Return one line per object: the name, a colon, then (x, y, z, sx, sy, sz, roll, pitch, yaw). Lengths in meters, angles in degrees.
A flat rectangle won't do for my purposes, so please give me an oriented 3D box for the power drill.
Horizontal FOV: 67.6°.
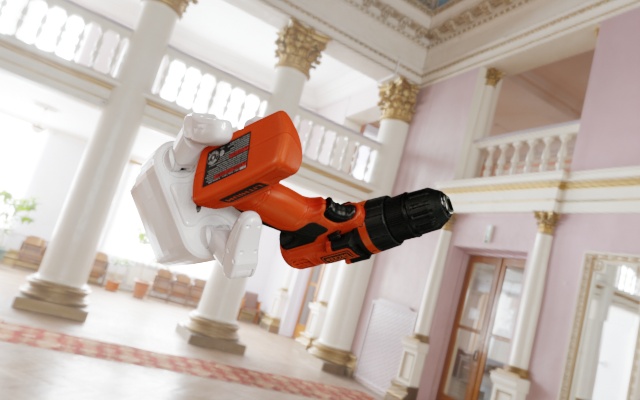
power drill: (0.000, 0.001, 0.419, 0.184, 0.057, 0.188, -21, -38, 30)
